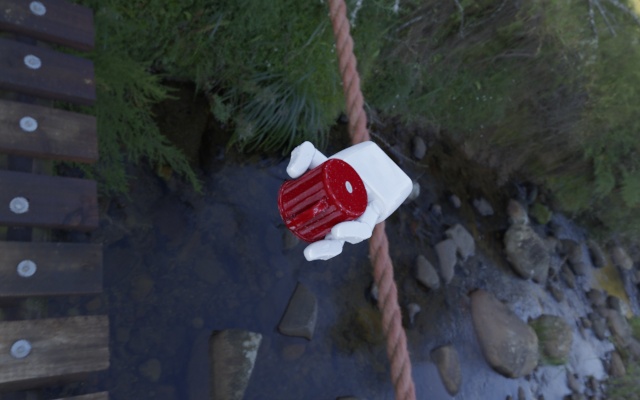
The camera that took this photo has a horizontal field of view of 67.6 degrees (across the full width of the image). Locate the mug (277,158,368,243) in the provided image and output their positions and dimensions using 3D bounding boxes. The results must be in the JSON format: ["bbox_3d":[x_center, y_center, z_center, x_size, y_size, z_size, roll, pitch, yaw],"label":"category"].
[{"bbox_3d":[-0.001,0.002,0.600,0.081,0.093,0.117,-30,3,37],"label":"mug"}]
